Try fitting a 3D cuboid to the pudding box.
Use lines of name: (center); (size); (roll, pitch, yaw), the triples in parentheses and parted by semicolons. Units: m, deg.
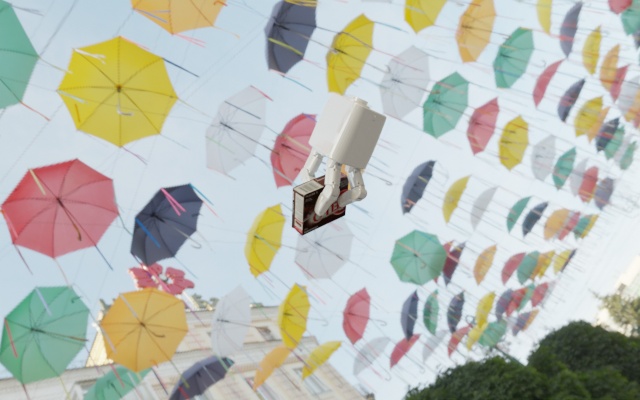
pudding box: (0.000, 0.003, 0.885); (0.113, 0.090, 0.039); (-22, 40, -33)
